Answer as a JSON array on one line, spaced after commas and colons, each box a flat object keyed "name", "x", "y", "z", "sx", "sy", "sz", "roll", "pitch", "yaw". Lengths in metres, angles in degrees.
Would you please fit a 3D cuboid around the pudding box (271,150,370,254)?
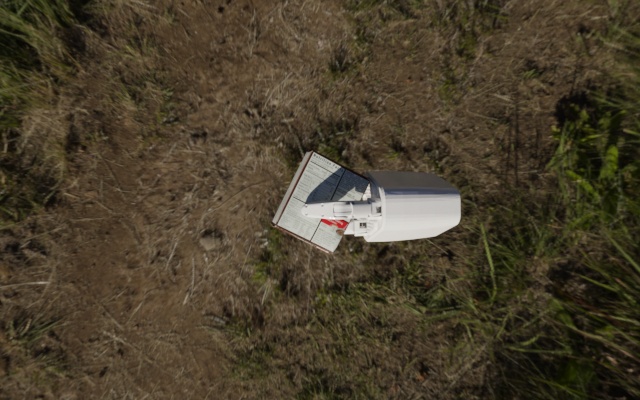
[{"name": "pudding box", "x": 0.000, "y": 0.002, "z": 0.629, "sx": 0.090, "sy": 0.113, "sz": 0.039, "roll": 27, "pitch": -4, "yaw": -12}]
